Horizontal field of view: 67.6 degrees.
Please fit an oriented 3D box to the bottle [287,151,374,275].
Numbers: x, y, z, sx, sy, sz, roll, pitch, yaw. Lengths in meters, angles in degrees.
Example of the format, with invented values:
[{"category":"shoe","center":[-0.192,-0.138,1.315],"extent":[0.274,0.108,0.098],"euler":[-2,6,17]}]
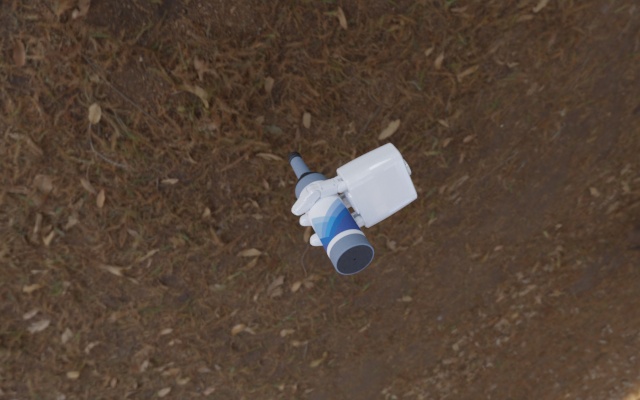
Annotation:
[{"category":"bottle","center":[0.000,0.003,0.843],"extent":[0.069,0.069,0.295],"euler":[0,37,-27]}]
